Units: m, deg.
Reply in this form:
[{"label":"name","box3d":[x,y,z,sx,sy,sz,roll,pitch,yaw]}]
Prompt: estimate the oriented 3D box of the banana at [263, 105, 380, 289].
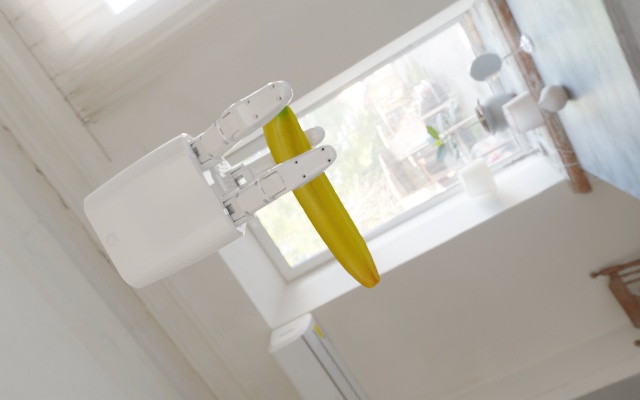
[{"label":"banana","box3d":[-0.005,-0.007,0.431,0.037,0.198,0.069,-30,20,0]}]
